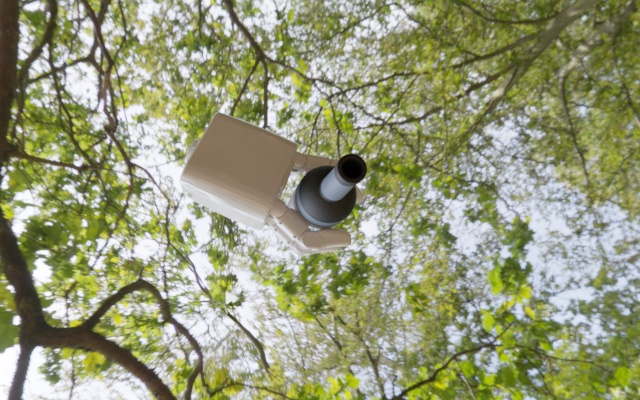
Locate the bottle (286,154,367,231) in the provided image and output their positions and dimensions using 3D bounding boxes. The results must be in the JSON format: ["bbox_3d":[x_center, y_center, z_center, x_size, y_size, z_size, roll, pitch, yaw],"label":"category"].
[{"bbox_3d":[0.000,0.002,0.563,0.069,0.069,0.296,0,-12,-11],"label":"bottle"}]
